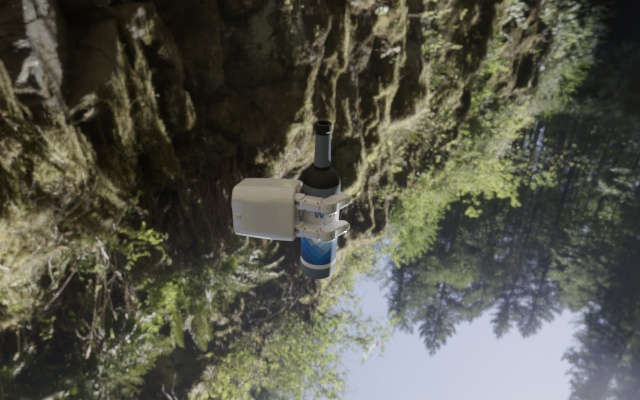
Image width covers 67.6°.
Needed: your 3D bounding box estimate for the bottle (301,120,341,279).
[{"bbox_3d":[0.000,0.003,0.840,0.069,0.296,0.069,2,30,-1],"label":"bottle"}]
